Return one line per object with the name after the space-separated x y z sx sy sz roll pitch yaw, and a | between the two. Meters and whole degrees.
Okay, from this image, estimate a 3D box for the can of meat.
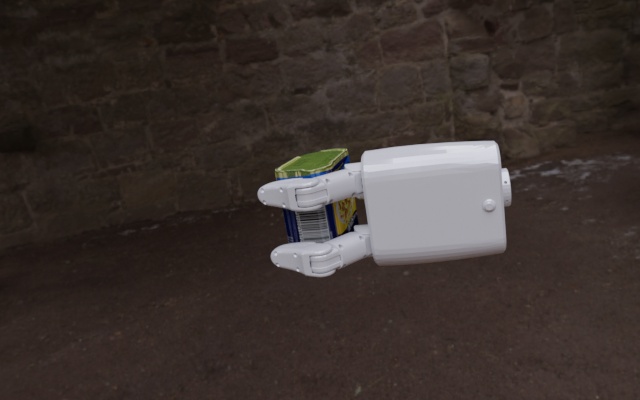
0.000 0.001 0.447 0.057 0.084 0.102 -5 15 17 | can of meat
